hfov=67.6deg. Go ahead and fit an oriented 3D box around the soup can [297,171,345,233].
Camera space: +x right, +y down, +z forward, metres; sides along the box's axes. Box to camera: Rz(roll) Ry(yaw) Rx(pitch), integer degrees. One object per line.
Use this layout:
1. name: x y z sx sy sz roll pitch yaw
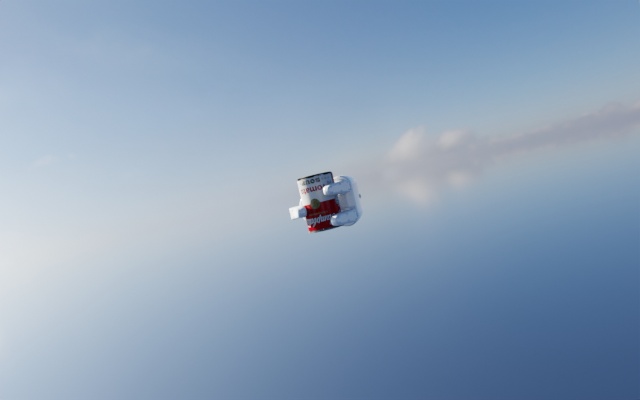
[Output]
1. soup can: 0.000 0.003 0.875 0.068 0.102 0.068 -13 1 0
